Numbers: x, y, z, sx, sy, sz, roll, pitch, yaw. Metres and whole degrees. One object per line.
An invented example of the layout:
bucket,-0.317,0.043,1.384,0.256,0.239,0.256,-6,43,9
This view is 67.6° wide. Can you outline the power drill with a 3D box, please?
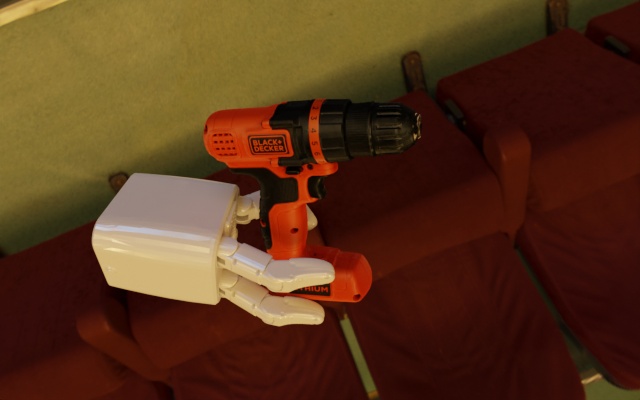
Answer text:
power drill,0.000,0.002,0.427,0.184,0.188,0.057,2,29,20
